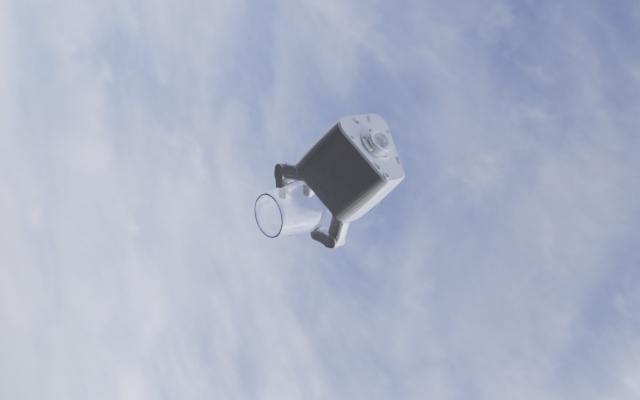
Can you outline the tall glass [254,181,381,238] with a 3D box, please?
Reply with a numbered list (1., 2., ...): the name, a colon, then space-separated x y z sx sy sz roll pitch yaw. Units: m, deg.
1. tall glass: 0.001 0.002 0.713 0.201 0.079 0.079 -15 10 -42
